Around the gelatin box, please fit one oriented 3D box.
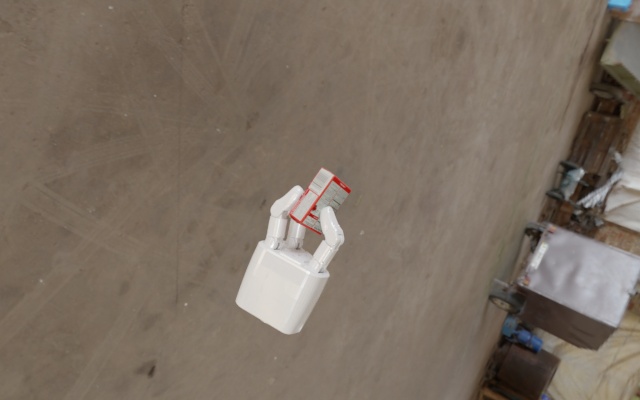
[{"bbox_3d":[0.001,0.002,0.725,0.030,0.089,0.073,36,1,30],"label":"gelatin box"}]
